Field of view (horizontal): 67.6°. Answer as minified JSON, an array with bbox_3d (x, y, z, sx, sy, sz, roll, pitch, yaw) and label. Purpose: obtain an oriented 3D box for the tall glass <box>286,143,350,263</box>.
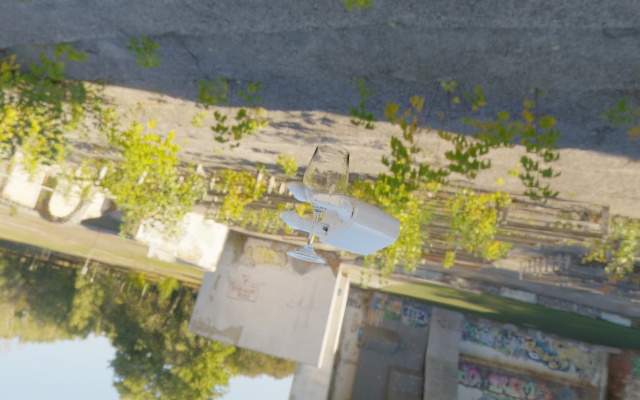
[{"bbox_3d":[0.000,0.003,0.829,0.079,0.201,0.079,13,-15,3],"label":"tall glass"}]
